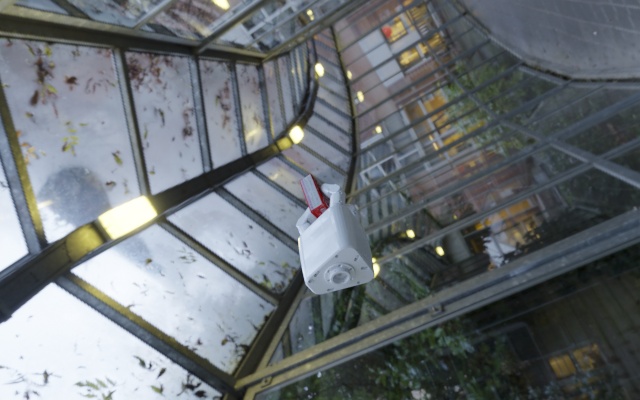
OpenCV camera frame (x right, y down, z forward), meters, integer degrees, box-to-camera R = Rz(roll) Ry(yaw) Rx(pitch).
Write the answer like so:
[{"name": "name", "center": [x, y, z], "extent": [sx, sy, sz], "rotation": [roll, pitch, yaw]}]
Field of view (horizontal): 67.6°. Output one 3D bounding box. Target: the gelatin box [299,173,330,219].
[{"name": "gelatin box", "center": [0.000, 0.003, 0.892], "extent": [0.030, 0.089, 0.073], "rotation": [-33, -44, 11]}]
